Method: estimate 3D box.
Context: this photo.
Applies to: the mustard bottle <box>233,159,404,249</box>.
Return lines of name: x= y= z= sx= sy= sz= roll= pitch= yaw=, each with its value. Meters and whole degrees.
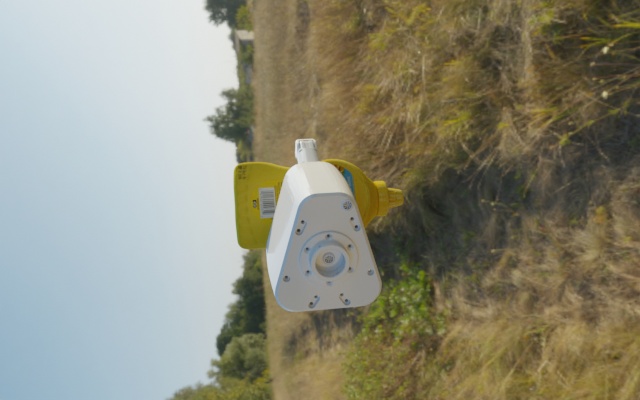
mustard bottle: x=0.000 y=0.002 z=0.544 sx=0.191 sy=0.096 sz=0.058 roll=-3 pitch=-7 yaw=-7
